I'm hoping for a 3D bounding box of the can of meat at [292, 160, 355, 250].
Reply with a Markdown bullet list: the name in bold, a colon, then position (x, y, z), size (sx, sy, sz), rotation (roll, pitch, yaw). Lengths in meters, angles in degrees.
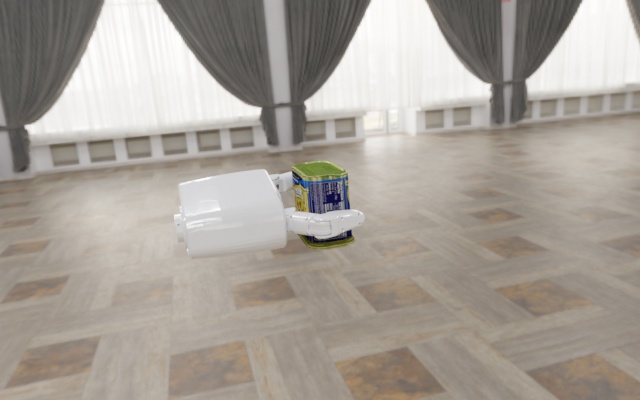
- **can of meat**: position (0.000, 0.002, 0.567), size (0.057, 0.084, 0.102), rotation (-8, 15, -14)
